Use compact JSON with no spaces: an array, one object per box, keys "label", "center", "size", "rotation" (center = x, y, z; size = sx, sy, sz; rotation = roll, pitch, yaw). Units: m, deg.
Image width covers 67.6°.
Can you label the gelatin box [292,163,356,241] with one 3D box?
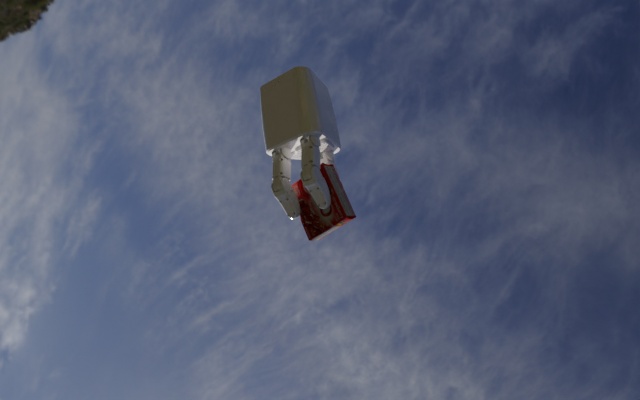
[{"label":"gelatin box","center":[0.000,0.003,0.681],"size":[0.073,0.089,0.030],"rotation":[-33,-19,30]}]
